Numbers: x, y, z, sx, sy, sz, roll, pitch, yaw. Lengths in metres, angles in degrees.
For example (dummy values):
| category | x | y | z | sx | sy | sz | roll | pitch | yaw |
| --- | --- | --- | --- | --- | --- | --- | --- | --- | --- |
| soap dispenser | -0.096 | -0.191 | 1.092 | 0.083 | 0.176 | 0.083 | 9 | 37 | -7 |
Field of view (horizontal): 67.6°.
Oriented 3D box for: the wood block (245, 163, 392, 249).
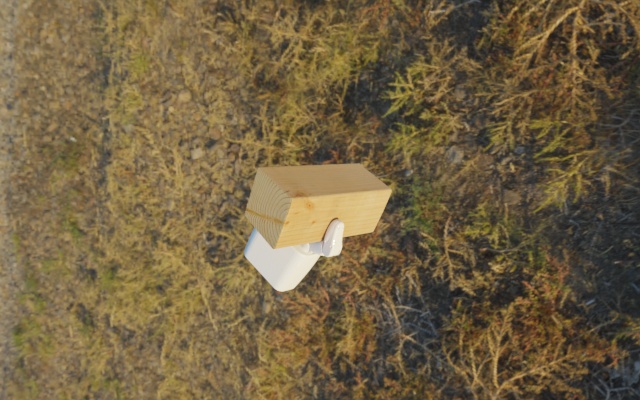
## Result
| category | x | y | z | sx | sy | sz | roll | pitch | yaw |
| --- | --- | --- | --- | --- | --- | --- | --- | --- | --- |
| wood block | 0.000 | 0.003 | 0.749 | 0.206 | 0.090 | 0.090 | -6 | 38 | -41 |
